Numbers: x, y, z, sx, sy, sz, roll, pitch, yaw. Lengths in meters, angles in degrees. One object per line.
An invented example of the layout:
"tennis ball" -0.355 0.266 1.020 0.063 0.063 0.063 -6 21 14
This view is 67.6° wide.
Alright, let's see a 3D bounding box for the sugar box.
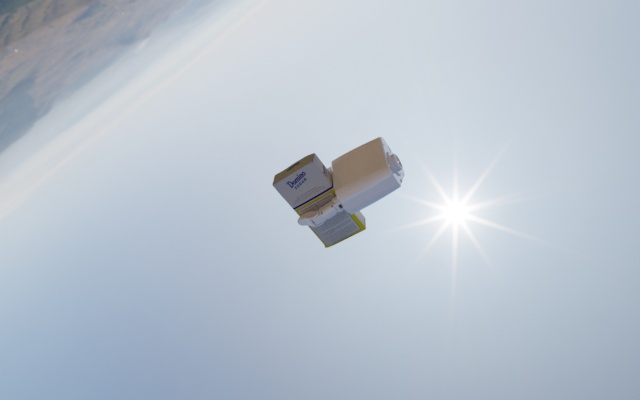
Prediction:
"sugar box" 0.000 0.003 0.893 0.093 0.176 0.048 -28 25 20
